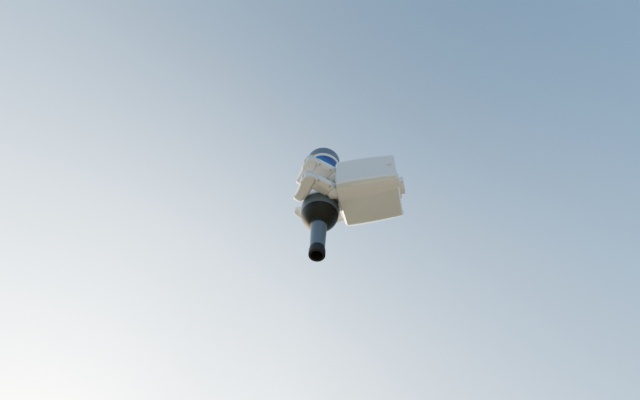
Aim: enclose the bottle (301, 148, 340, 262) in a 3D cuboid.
[{"bbox_3d":[0.000,0.003,0.860,0.069,0.069,0.295,0,34,3],"label":"bottle"}]
